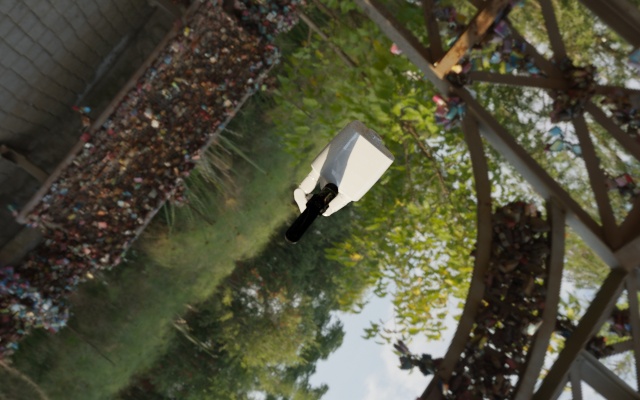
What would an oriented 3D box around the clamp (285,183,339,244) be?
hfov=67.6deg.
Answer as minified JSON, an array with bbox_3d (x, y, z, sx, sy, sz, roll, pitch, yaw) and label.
[{"bbox_3d":[0.001,0.003,0.818,0.120,0.039,0.171,-43,5,21],"label":"clamp"}]
